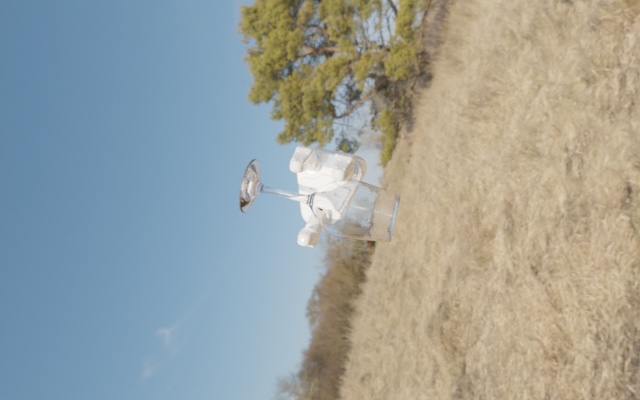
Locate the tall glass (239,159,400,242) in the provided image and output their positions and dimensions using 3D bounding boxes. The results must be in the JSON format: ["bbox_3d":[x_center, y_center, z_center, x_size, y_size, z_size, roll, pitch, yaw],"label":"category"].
[{"bbox_3d":[-0.001,0.002,0.628,0.201,0.079,0.079,13,2,9],"label":"tall glass"}]
